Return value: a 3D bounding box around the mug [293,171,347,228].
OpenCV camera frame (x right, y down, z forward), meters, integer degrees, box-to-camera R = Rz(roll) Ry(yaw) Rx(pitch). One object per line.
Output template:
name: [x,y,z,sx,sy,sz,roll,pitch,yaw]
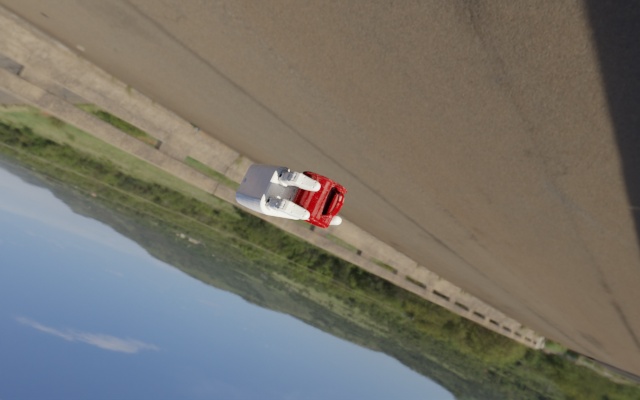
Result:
mug: [0.001,0.003,0.896,0.093,0.081,0.117,31,-11,-38]
